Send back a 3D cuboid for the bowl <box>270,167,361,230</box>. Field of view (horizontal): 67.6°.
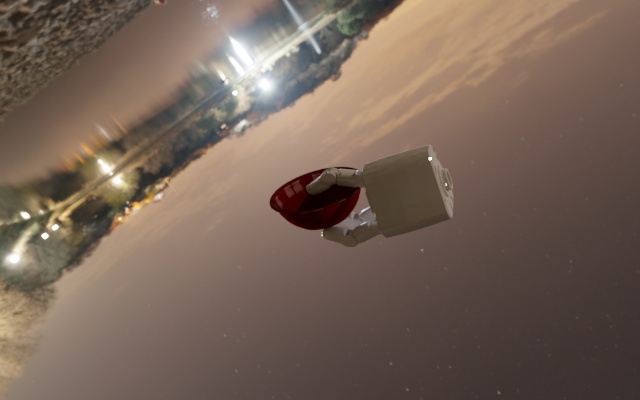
[{"bbox_3d":[-0.001,0.003,0.791,0.162,0.055,0.162,-14,25,6],"label":"bowl"}]
